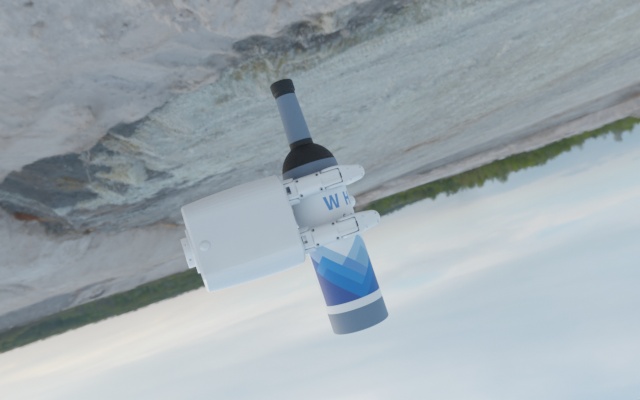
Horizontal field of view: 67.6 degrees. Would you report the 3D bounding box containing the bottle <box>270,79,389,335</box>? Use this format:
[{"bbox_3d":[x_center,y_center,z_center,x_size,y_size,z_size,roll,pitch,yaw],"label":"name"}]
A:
[{"bbox_3d":[0.000,0.002,0.554,0.069,0.295,0.069,-18,-3,-1],"label":"bottle"}]
